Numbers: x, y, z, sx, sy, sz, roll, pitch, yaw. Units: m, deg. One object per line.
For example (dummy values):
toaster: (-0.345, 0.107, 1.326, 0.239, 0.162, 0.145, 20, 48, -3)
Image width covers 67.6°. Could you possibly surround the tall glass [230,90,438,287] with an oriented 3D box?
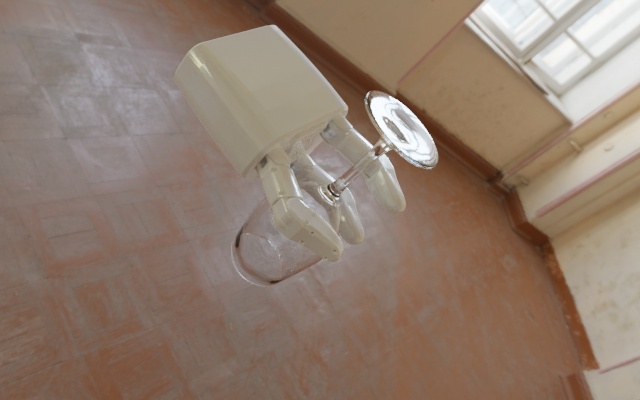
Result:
tall glass: (0.001, 0.001, 0.410, 0.079, 0.079, 0.201, 0, -34, -48)
